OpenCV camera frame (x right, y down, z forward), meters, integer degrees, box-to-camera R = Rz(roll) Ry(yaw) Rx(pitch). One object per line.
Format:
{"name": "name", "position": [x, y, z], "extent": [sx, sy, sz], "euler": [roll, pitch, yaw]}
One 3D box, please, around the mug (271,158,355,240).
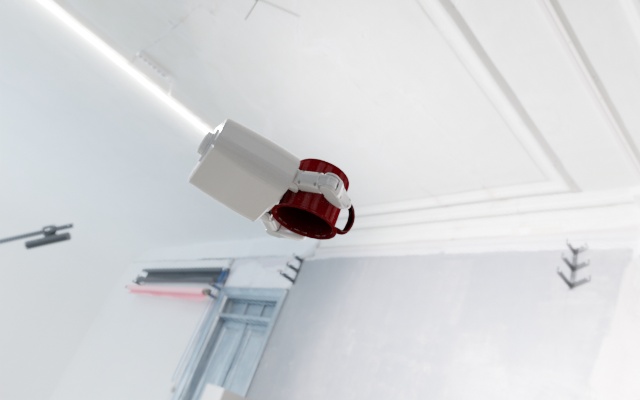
{"name": "mug", "position": [0.001, 0.003, 0.657], "extent": [0.117, 0.081, 0.093], "euler": [31, -27, -19]}
